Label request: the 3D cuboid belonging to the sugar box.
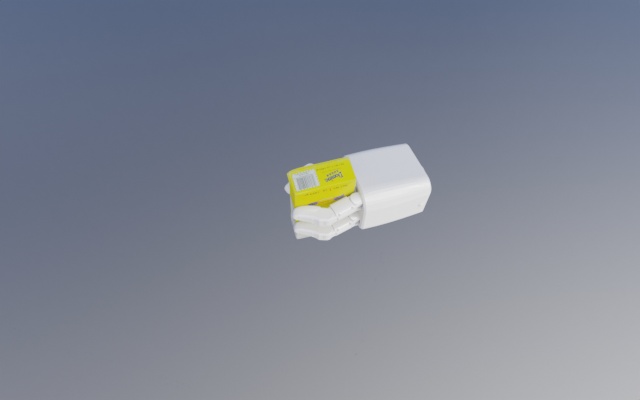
[{"bbox_3d":[0.000,0.003,0.743,0.093,0.048,0.176,-14,-26,-7],"label":"sugar box"}]
